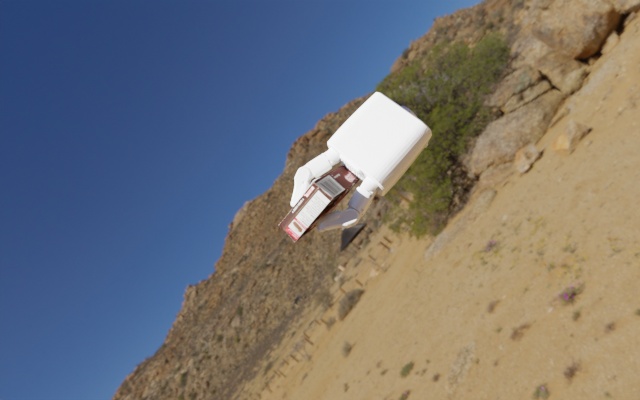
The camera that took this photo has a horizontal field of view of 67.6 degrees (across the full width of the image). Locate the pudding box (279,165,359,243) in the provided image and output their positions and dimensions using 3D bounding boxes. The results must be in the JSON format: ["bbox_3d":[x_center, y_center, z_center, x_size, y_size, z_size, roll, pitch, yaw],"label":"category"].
[{"bbox_3d":[0.000,0.002,0.679,0.039,0.090,0.113,43,27,8],"label":"pudding box"}]
